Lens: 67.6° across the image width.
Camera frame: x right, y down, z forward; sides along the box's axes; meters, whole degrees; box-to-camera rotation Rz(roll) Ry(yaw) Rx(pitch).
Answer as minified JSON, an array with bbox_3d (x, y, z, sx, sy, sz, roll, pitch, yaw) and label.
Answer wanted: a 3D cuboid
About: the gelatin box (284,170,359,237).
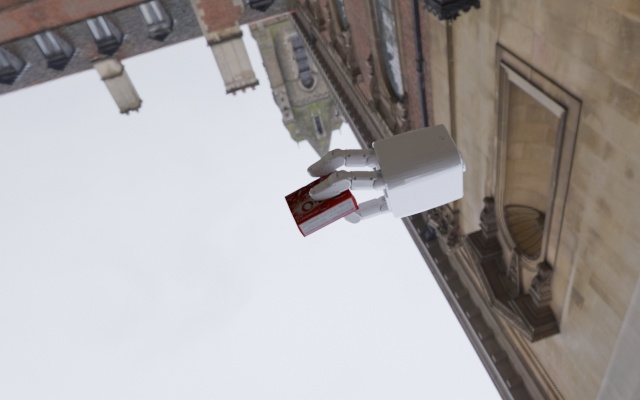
[{"bbox_3d":[0.000,0.003,0.678,0.089,0.030,0.073,-28,39,0],"label":"gelatin box"}]
